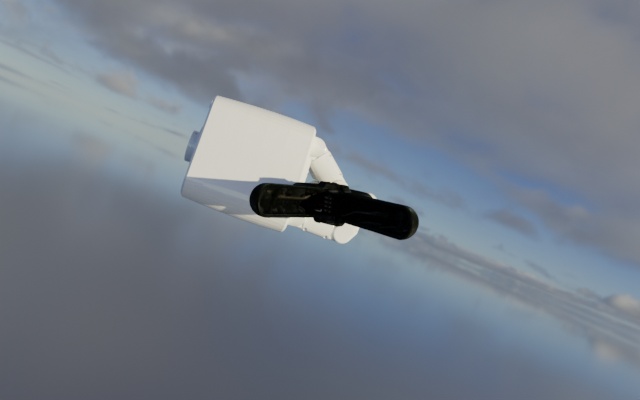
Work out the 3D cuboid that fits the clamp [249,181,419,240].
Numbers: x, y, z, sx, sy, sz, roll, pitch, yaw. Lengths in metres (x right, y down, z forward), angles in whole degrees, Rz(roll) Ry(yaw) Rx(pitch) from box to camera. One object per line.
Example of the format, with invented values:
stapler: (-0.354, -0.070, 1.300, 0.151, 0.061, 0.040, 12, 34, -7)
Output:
clamp: (0.000, 0.001, 0.404, 0.120, 0.039, 0.171, 15, 1, -10)
